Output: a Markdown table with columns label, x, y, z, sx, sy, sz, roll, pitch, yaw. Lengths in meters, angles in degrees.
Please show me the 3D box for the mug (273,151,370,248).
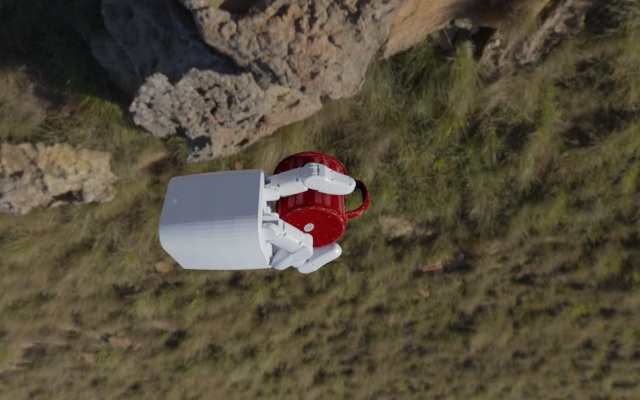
| label | x | y | z | sx | sy | sz | roll | pitch | yaw |
| --- | --- | --- | --- | --- | --- | --- | --- | --- | --- |
| mug | 0.002 | 0.002 | 0.569 | 0.117 | 0.081 | 0.093 | -3 | -40 | 1 |
